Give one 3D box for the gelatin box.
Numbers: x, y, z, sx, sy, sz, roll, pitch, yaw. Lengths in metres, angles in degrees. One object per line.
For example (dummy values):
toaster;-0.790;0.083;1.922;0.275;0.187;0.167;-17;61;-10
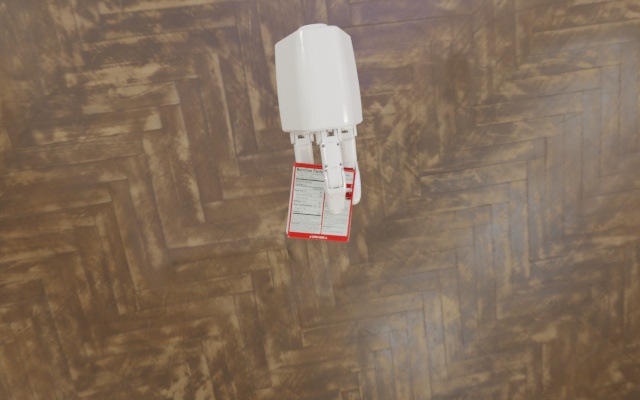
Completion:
gelatin box;0.000;0.002;0.567;0.073;0.089;0.030;5;6;-8
